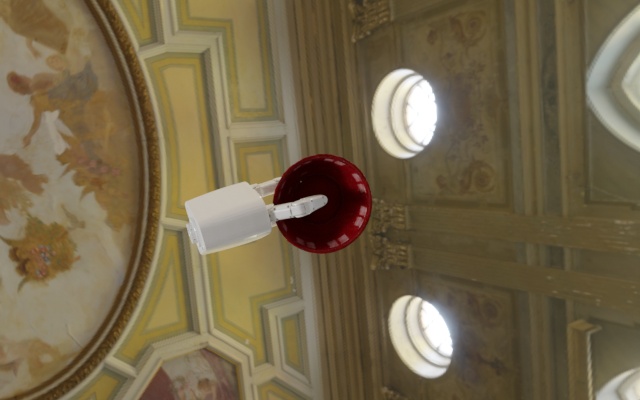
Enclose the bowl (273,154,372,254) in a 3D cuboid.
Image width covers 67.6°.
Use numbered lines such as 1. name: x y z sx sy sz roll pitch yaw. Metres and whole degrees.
1. bowl: 0.001 0.002 0.783 0.162 0.162 0.055 0 10 -10
